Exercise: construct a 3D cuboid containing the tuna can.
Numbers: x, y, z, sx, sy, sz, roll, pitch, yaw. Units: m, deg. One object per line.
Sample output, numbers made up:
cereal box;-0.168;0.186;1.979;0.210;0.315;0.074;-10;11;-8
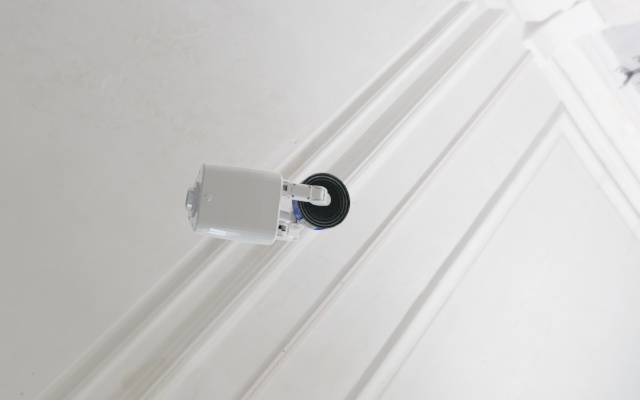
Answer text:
tuna can;0.000;0.002;0.729;0.086;0.086;0.034;0;-9;-21
